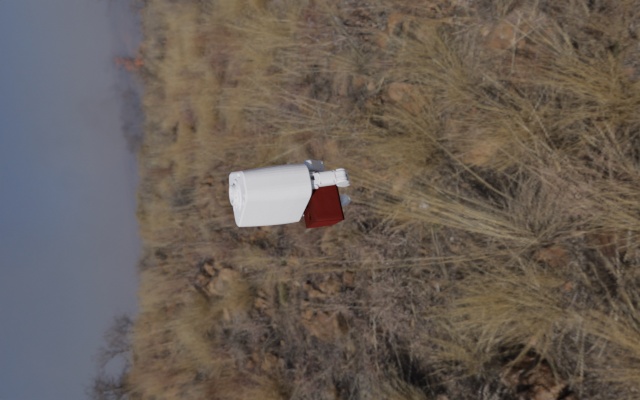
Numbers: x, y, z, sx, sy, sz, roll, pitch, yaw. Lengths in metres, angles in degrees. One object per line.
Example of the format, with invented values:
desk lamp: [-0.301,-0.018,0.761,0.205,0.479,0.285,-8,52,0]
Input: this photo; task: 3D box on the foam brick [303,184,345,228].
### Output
foam brick: [0.000,0.003,0.790,0.051,0.078,0.053,-7,-13,-23]
